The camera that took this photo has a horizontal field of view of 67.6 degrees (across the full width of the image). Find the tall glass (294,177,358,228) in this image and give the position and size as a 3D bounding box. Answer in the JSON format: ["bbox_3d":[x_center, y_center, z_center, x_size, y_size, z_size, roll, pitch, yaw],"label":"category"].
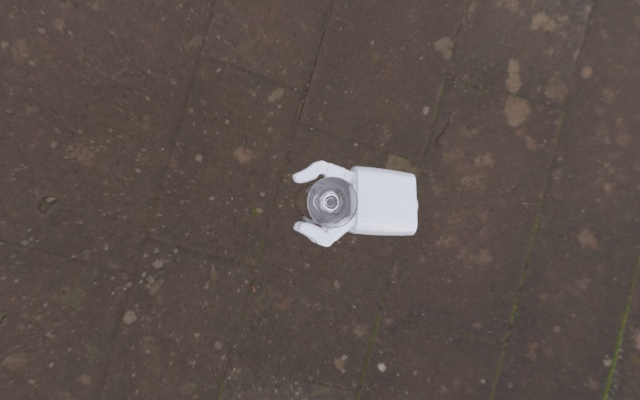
[{"bbox_3d":[0.000,0.002,0.779,0.079,0.079,0.201,0,0,-11],"label":"tall glass"}]
